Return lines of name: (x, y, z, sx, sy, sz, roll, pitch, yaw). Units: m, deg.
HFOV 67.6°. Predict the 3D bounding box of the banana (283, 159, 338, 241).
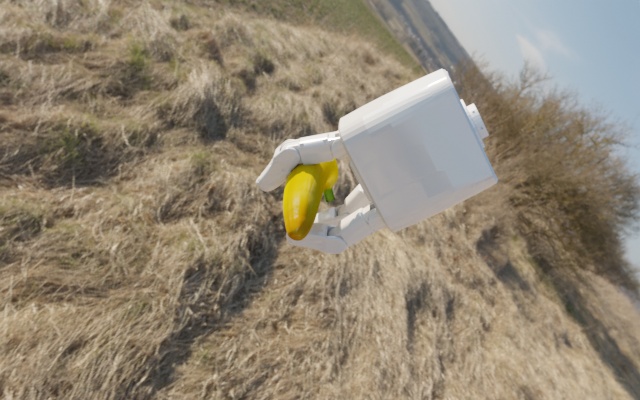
banana: (-0.005, -0.017, 0.490, 0.037, 0.069, 0.197, -15, 7, 14)
